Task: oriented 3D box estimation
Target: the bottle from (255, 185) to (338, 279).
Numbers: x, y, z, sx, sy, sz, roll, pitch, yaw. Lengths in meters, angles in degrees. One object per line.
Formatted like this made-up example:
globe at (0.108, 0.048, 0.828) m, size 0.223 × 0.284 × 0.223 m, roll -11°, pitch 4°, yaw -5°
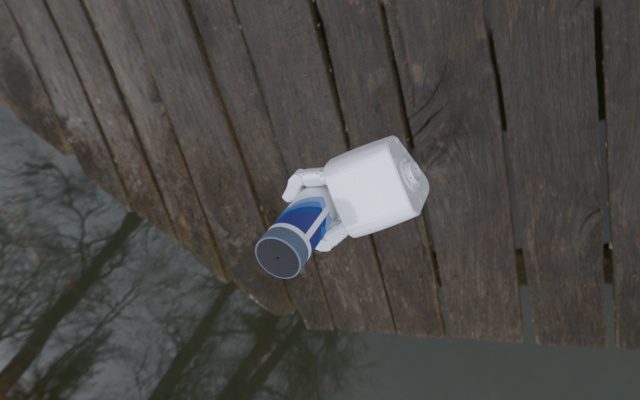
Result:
bottle at (0.000, 0.003, 0.730) m, size 0.069 × 0.069 × 0.295 m, roll 0°, pitch 30°, yaw 26°
